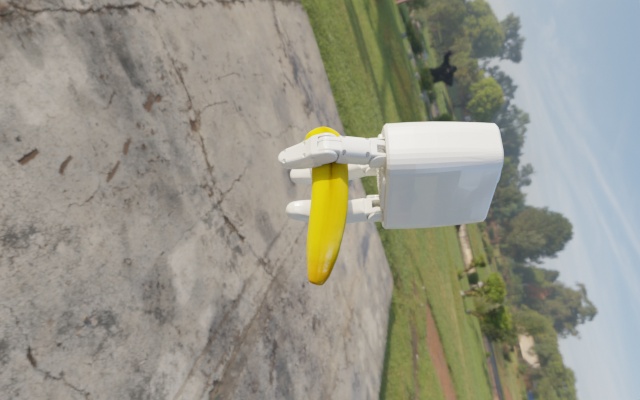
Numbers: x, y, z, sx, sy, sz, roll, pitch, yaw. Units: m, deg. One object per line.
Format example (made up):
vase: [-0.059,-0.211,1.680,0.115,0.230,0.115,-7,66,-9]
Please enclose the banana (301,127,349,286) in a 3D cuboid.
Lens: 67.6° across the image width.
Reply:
banana: [0.005,-0.014,0.472,0.037,0.197,0.070,9,-45,-13]
